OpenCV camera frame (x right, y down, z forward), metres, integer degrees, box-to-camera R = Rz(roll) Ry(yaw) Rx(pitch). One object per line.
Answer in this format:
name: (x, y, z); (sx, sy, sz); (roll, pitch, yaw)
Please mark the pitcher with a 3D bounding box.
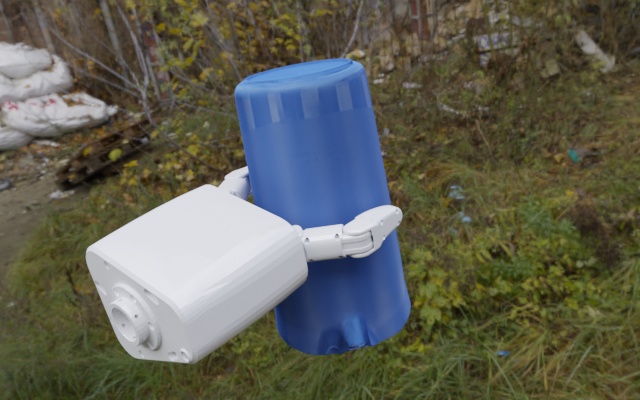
pitcher: (0.000, 0.002, 0.439); (0.149, 0.243, 0.145); (8, 28, 38)
